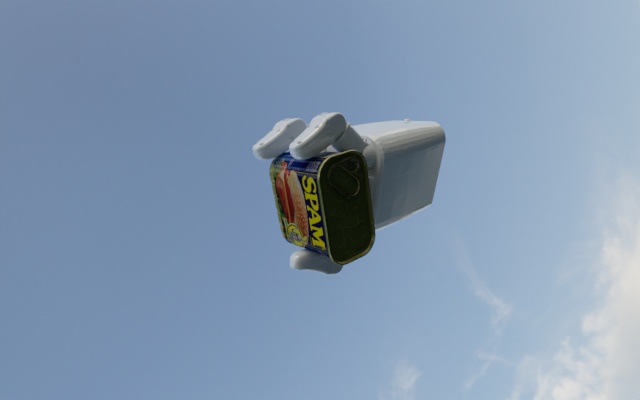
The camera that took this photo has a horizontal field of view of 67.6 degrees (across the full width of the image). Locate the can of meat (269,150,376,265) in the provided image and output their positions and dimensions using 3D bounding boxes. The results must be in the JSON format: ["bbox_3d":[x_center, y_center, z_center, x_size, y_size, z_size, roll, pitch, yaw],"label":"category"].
[{"bbox_3d":[0.000,0.002,0.460,0.057,0.102,0.084,-21,21,-35],"label":"can of meat"}]
